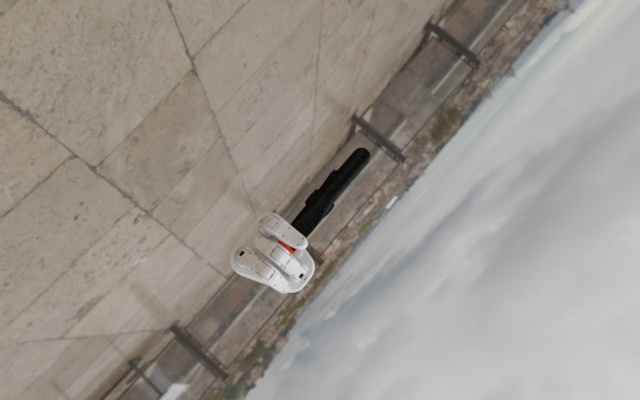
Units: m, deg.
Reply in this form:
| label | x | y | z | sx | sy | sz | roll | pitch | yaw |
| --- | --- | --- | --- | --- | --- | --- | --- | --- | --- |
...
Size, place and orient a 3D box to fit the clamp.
| label | x | y | z | sx | sy | sz | roll | pitch | yaw |
| --- | --- | --- | --- | --- | --- | --- | --- | --- | --- |
| clamp | 0.000 | 0.003 | 0.677 | 0.039 | 0.171 | 0.120 | 41 | -13 | 2 |
